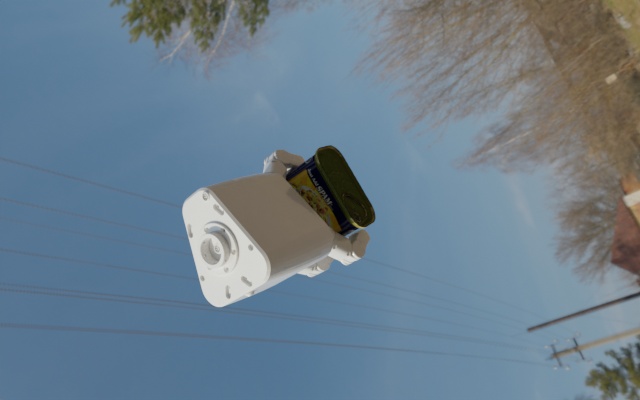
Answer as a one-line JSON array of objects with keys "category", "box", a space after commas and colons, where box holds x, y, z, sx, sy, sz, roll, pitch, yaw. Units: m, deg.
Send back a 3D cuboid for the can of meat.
[{"category": "can of meat", "box": [0.000, 0.002, 0.553, 0.084, 0.102, 0.057, -32, -4, 31]}]
